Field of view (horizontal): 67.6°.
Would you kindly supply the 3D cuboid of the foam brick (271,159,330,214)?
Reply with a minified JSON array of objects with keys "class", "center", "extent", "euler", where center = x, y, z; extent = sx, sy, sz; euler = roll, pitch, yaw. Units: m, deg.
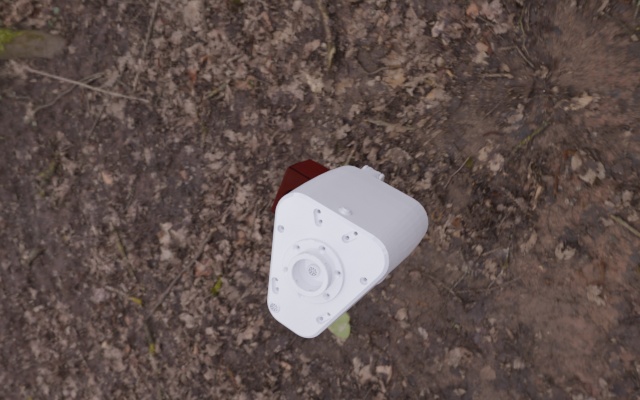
[{"class":"foam brick","center":[0.000,0.001,0.476],"extent":[0.078,0.053,0.051],"euler":[31,24,16]}]
